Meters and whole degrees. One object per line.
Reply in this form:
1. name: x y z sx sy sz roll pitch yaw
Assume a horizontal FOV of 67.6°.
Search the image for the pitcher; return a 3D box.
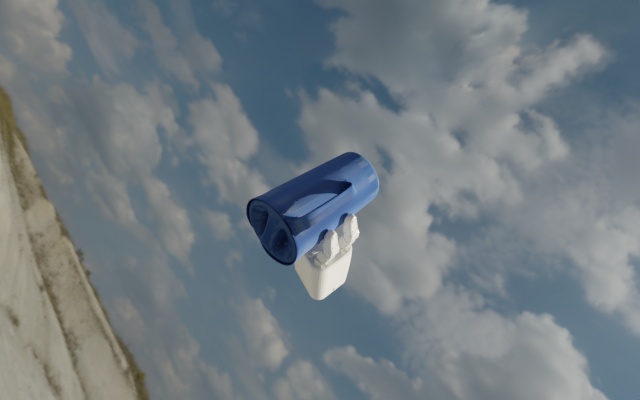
1. pitcher: 0.000 0.003 0.877 0.242 0.145 0.149 -33 54 -32
